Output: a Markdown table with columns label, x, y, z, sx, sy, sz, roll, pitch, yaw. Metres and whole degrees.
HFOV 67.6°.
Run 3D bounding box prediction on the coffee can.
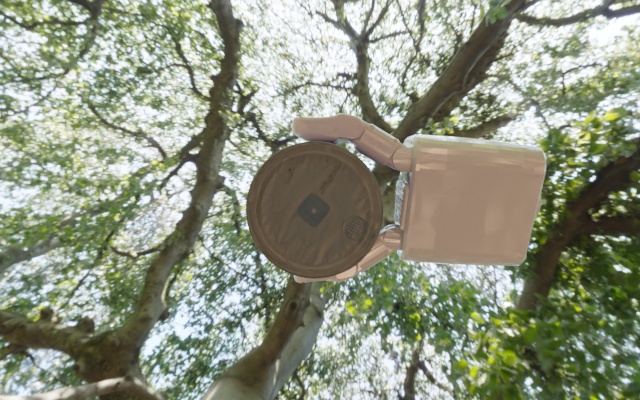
| label | x | y | z | sx | sy | sz | roll | pitch | yaw |
| --- | --- | --- | --- | --- | --- | --- | --- | --- | --- |
| coffee can | 0.000 | 0.001 | 0.421 | 0.103 | 0.103 | 0.140 | 0 | 5 | 4 |
